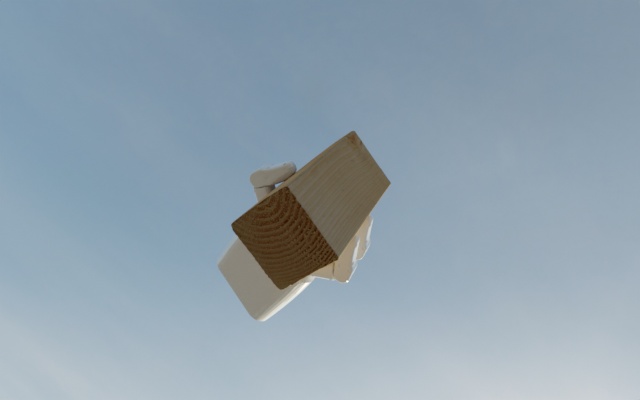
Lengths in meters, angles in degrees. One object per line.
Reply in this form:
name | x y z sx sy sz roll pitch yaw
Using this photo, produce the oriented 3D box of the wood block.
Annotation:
wood block | 0.000 0.002 0.565 0.090 0.091 0.206 -33 7 31
